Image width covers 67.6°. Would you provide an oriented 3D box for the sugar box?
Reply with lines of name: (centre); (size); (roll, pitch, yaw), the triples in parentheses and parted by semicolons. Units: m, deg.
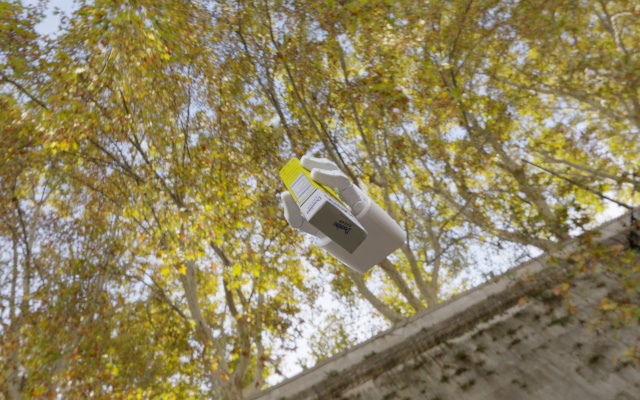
sugar box: (0.001, 0.002, 0.722); (0.093, 0.048, 0.176); (39, 5, -30)
